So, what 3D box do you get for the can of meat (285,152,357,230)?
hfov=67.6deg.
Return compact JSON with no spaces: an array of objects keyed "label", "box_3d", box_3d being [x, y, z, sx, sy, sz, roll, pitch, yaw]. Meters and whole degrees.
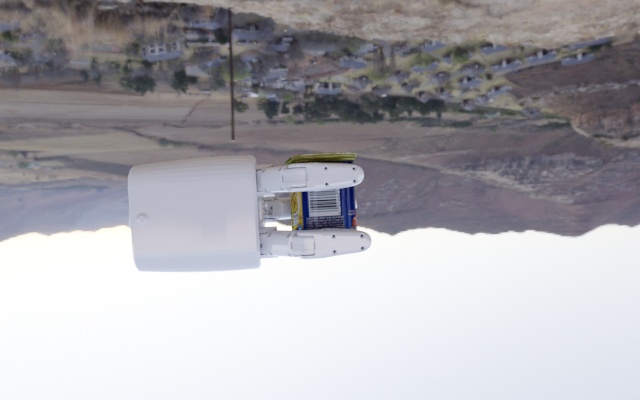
[{"label":"can of meat","box_3d":[0.000,0.002,0.446,0.057,0.084,0.102,-3,1,-9]}]
